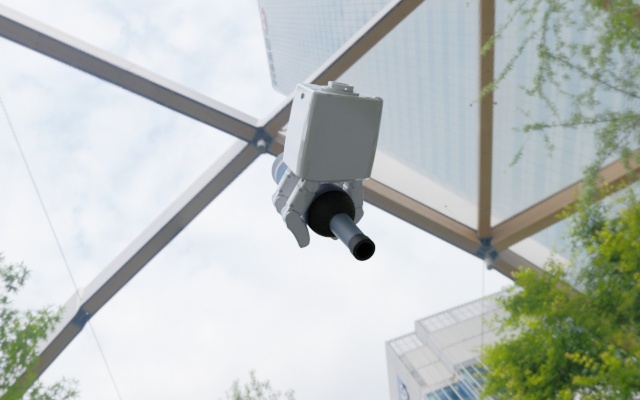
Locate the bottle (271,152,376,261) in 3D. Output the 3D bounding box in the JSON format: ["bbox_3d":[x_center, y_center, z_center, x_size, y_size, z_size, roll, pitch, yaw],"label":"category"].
[{"bbox_3d":[0.000,0.002,0.646,0.069,0.069,0.295,0,21,-20],"label":"bottle"}]
